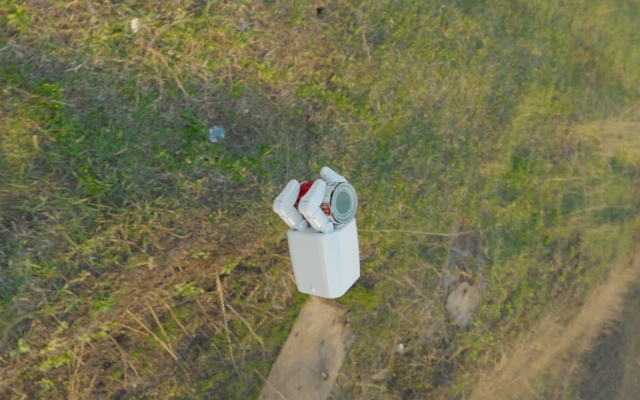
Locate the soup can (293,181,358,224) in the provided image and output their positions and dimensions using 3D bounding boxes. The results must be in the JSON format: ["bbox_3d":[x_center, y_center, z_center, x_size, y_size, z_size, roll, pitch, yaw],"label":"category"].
[{"bbox_3d":[0.000,0.002,0.771,0.102,0.068,0.068,2,2,42],"label":"soup can"}]
